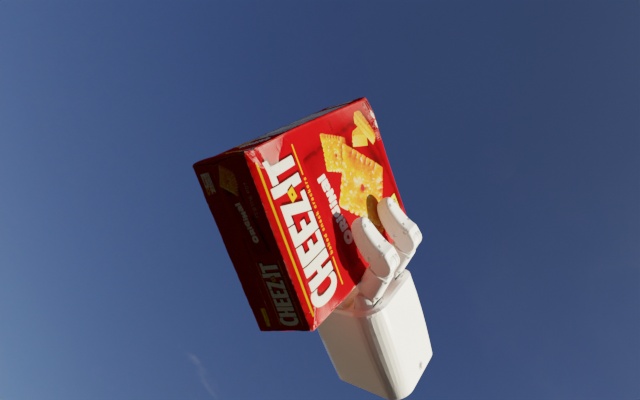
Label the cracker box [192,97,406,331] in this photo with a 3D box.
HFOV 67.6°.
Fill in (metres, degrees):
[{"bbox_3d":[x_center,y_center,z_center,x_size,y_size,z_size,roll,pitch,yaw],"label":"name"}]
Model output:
[{"bbox_3d":[0.000,0.002,0.475,0.072,0.164,0.213,-11,15,37],"label":"cracker box"}]
